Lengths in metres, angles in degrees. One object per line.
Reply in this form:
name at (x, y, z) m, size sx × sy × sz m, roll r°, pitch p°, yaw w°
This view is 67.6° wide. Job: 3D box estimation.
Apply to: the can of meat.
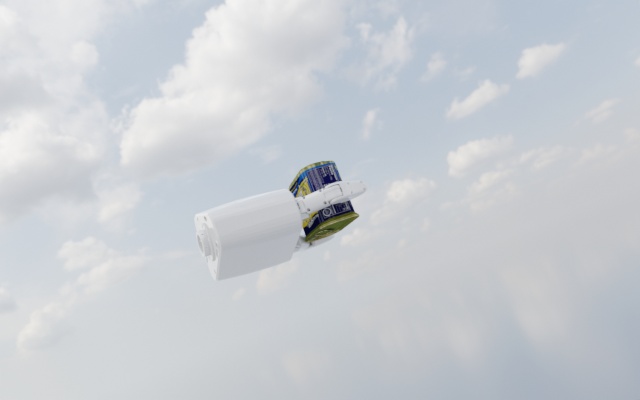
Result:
can of meat at (0.000, 0.002, 0.651) m, size 0.057 × 0.084 × 0.102 m, roll -17°, pitch -13°, yaw -23°
